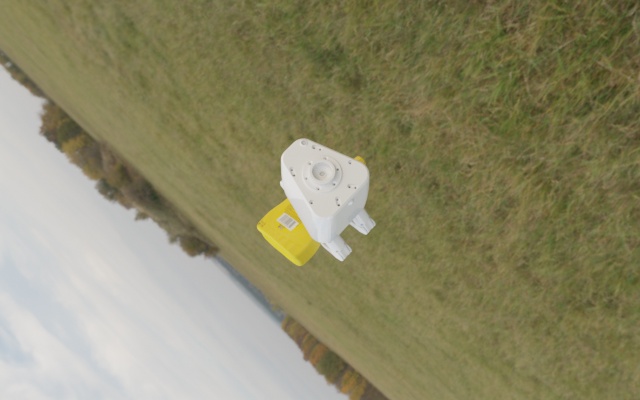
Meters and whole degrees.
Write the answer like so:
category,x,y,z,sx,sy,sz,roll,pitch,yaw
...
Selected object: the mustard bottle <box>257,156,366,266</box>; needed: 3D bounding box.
category,x,y,z,sx,sy,sz,roll,pitch,yaw
mustard bottle,0.000,0.003,0.729,0.096,0.191,0.058,34,-17,36
